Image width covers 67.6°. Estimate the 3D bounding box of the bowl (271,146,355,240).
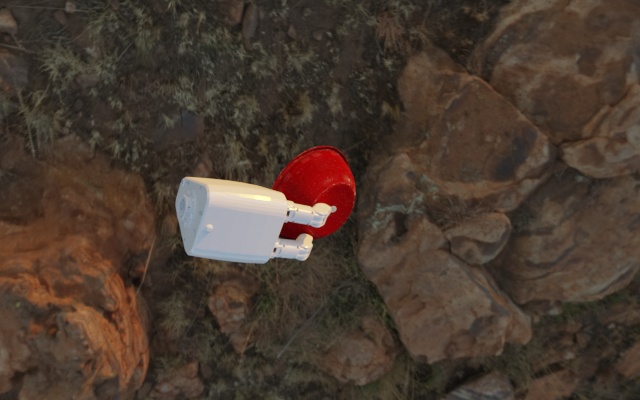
[{"bbox_3d":[0.001,0.002,0.720,0.162,0.162,0.055,0,28,-46],"label":"bowl"}]
